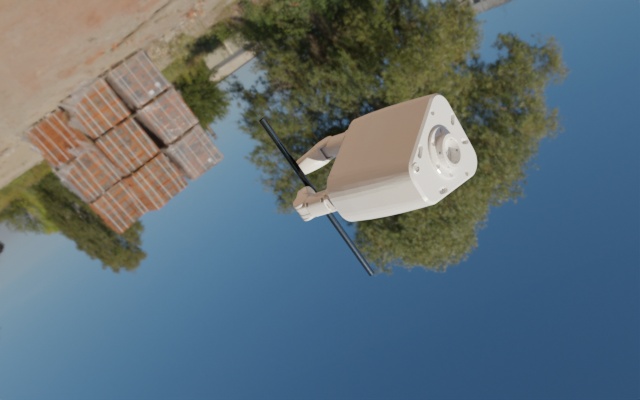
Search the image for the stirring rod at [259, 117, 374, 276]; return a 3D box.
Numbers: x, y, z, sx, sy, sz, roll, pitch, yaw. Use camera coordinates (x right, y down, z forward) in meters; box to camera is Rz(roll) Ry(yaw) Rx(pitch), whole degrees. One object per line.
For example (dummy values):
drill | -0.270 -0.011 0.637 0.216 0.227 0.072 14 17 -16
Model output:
stirring rod | 0.000 0.002 0.573 0.011 0.239 0.011 -31 20 13
